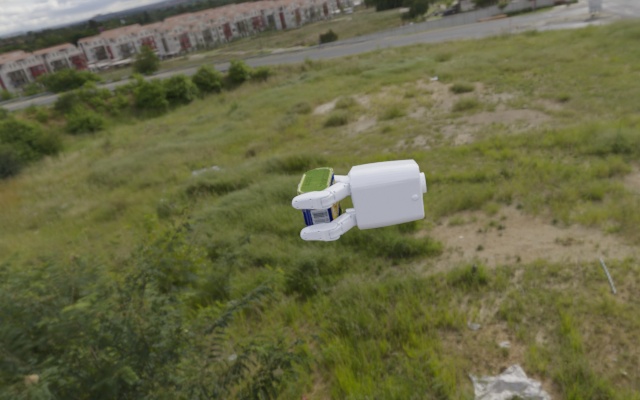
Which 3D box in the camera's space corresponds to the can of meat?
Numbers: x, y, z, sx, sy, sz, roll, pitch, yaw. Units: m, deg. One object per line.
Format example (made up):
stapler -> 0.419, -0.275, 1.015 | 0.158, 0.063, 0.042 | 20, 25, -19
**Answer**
can of meat -> 0.000, 0.002, 0.784 | 0.057, 0.084, 0.102 | -7, 26, 11
